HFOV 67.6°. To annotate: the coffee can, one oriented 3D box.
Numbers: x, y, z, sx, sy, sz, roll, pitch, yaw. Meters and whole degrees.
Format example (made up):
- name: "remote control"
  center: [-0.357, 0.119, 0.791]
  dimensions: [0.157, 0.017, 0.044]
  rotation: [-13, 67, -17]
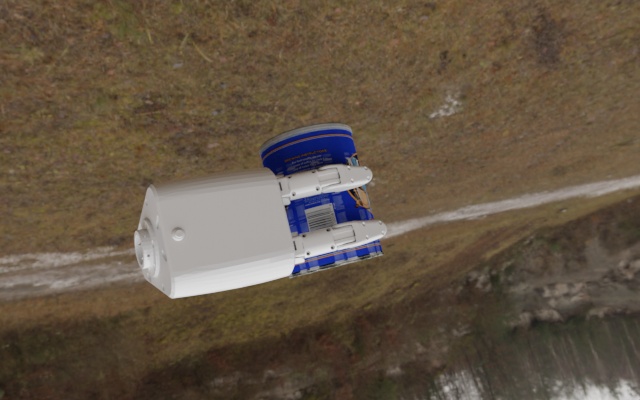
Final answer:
- name: "coffee can"
  center: [0.000, 0.002, 0.508]
  dimensions: [0.103, 0.140, 0.103]
  rotation: [-14, -8, -2]
